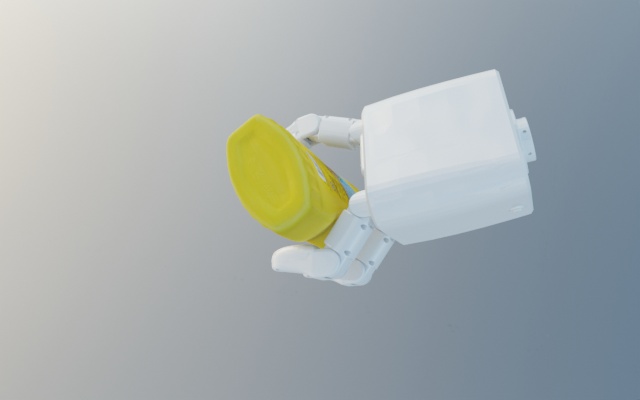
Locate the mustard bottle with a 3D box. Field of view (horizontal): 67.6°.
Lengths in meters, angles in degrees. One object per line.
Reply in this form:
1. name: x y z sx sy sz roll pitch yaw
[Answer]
1. mustard bottle: 0.000 0.001 0.417 0.058 0.096 0.192 -38 -27 11
